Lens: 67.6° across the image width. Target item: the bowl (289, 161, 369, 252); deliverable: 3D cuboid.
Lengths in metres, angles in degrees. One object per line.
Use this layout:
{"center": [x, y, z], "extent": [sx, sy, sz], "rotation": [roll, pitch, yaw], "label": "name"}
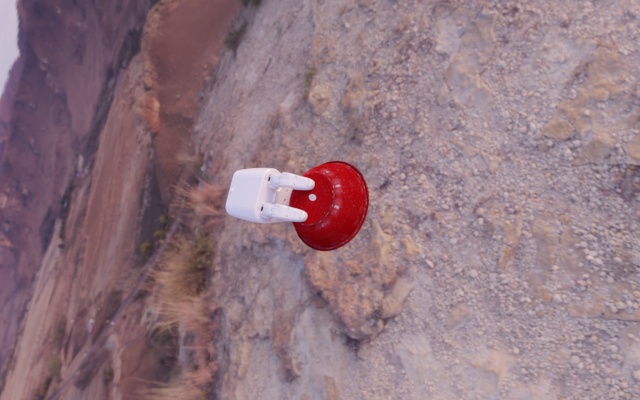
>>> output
{"center": [0.001, 0.002, 0.809], "extent": [0.162, 0.162, 0.055], "rotation": [0, -13, 36], "label": "bowl"}
